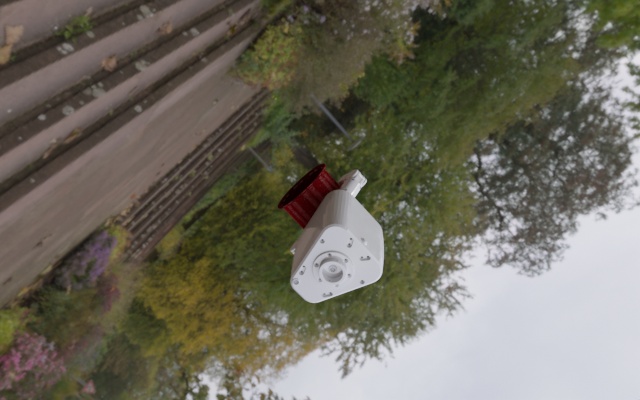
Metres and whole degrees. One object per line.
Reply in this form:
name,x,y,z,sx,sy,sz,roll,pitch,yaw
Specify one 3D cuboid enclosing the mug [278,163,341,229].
mug,0.000,0.002,0.706,0.093,0.081,0.117,-39,14,19
